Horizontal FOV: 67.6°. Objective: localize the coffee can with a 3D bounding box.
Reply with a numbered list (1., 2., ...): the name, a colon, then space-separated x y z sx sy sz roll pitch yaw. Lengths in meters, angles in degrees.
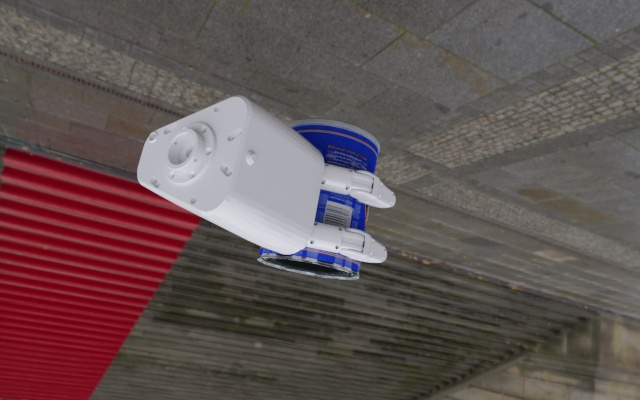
1. coffee can: 0.000 0.002 0.489 0.103 0.140 0.103 10 -15 3
